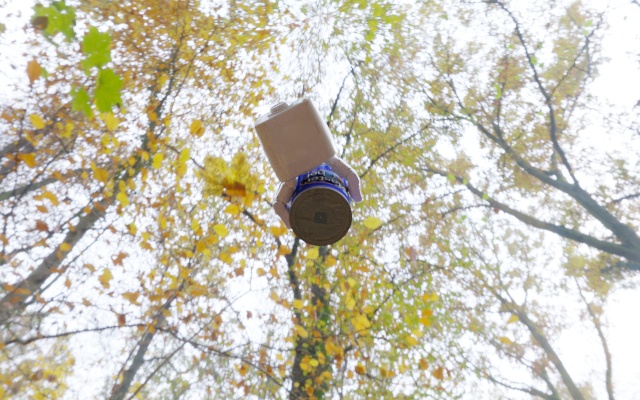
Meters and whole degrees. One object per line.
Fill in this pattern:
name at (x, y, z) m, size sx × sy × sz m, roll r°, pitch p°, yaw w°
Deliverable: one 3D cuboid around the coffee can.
coffee can at (0.000, 0.003, 0.828) m, size 0.103 × 0.103 × 0.140 m, roll 0°, pitch 21°, yaw 0°
